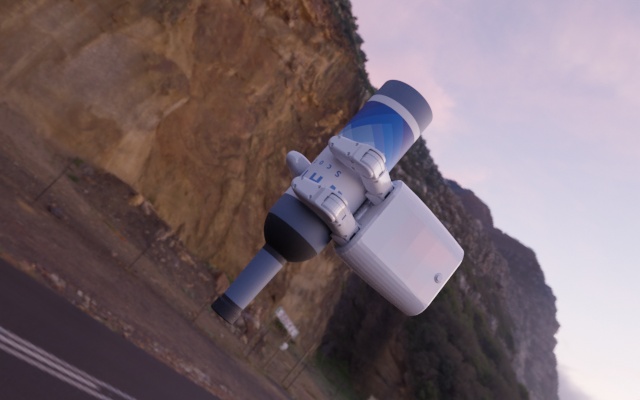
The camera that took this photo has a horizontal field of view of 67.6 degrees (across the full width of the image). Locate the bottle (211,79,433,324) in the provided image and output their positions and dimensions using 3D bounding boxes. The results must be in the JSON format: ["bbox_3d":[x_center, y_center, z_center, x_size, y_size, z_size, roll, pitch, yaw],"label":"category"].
[{"bbox_3d":[0.000,0.001,0.486,0.069,0.295,0.069,39,-13,11],"label":"bottle"}]
